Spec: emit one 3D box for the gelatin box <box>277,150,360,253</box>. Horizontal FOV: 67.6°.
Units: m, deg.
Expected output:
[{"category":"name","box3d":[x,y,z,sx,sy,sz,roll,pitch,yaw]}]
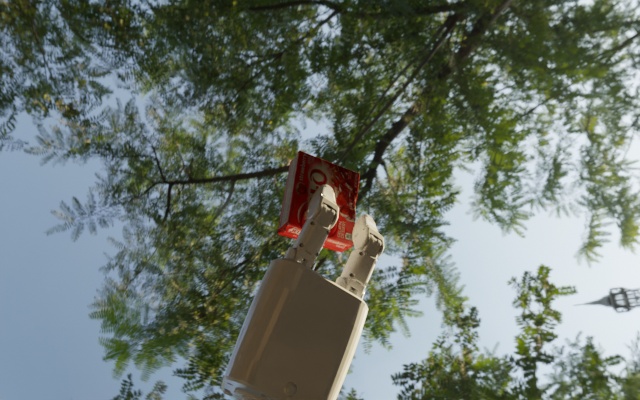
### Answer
[{"category":"gelatin box","box3d":[0.000,0.001,0.492,0.073,0.089,0.030,19,-32,-20]}]
